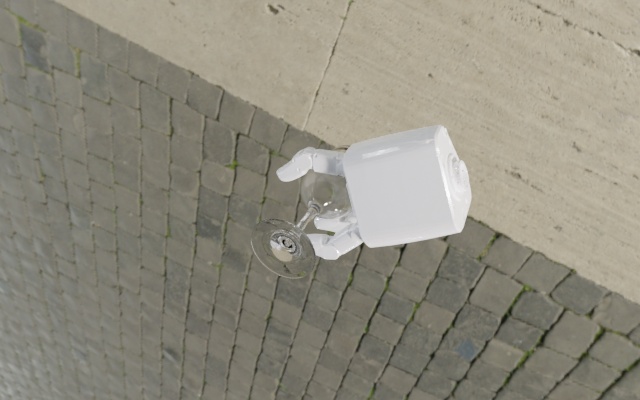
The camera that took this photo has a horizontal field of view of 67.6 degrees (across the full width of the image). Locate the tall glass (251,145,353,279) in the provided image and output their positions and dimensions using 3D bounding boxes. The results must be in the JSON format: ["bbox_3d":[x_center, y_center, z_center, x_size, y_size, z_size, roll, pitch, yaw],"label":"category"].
[{"bbox_3d":[0.000,0.002,0.567,0.079,0.079,0.201,0,29,26],"label":"tall glass"}]
